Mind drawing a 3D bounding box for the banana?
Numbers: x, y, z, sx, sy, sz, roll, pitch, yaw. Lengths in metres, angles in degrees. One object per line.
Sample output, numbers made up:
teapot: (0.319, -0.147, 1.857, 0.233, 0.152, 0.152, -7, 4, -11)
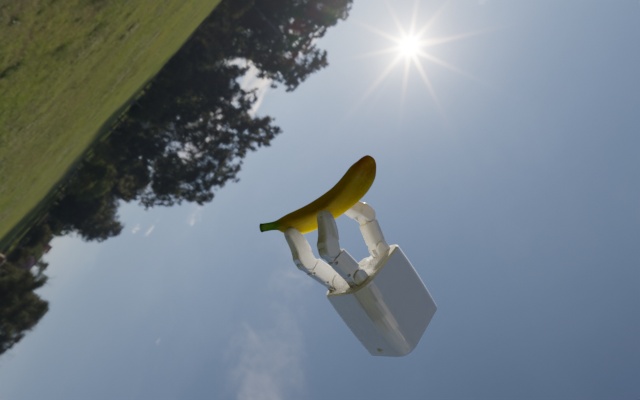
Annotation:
banana: (0.009, 0.003, 0.606, 0.198, 0.037, 0.069, -34, -18, 34)
